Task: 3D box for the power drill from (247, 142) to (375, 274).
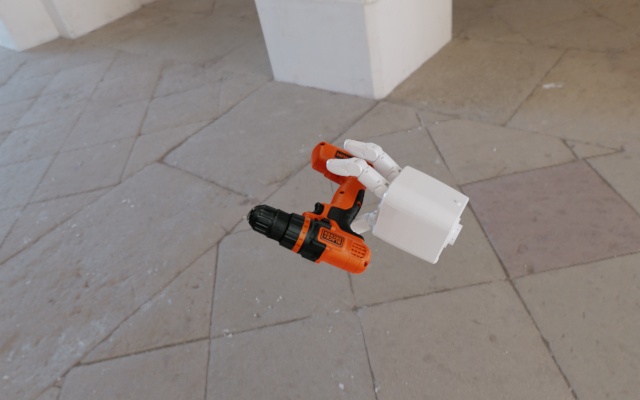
[{"bbox_3d":[0.000,0.002,0.716,0.184,0.187,0.057,25,-35,-10],"label":"power drill"}]
